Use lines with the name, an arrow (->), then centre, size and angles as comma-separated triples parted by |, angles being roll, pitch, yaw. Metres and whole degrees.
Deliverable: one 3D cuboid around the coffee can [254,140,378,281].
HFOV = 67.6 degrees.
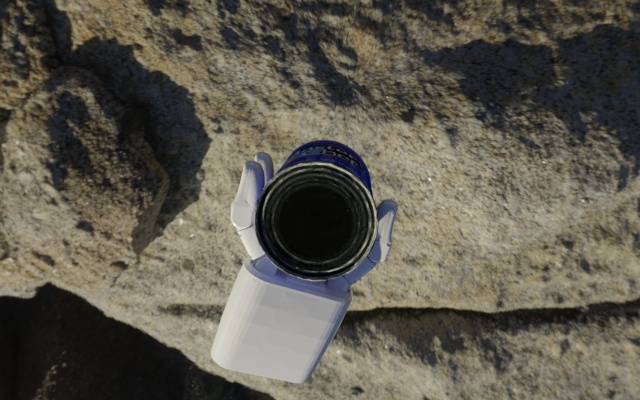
coffee can -> 0.000, 0.001, 0.455 | 0.103, 0.103, 0.140 | 0, 14, 3
